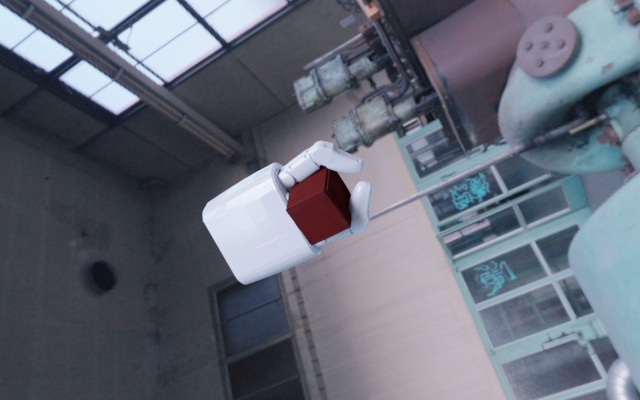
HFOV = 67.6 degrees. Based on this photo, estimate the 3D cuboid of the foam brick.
[{"bbox_3d":[0.000,0.002,0.531,0.051,0.053,0.078,-27,23,17],"label":"foam brick"}]
